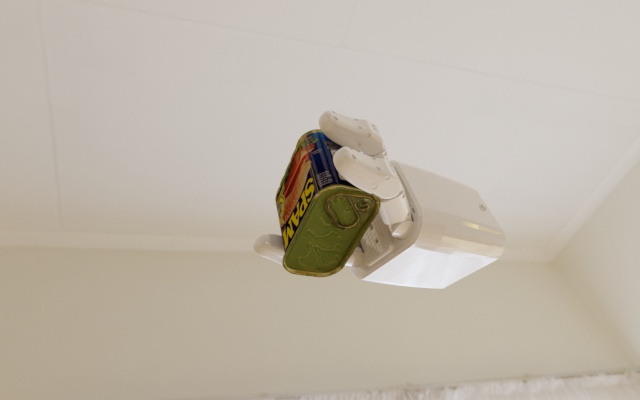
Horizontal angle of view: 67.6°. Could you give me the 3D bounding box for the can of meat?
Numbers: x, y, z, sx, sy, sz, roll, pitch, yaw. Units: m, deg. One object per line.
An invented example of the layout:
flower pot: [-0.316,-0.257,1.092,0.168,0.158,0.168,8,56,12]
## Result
can of meat: [0.000,0.001,0.416,0.057,0.102,0.084,10,39,-23]
